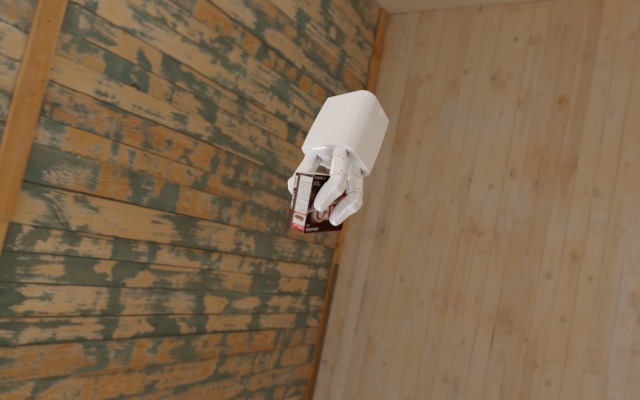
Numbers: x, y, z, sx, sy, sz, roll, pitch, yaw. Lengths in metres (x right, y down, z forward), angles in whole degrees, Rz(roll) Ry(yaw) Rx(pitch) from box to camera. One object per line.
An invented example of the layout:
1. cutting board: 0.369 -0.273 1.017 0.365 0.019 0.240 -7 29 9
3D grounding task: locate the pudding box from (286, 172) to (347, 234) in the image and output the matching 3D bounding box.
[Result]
1. pudding box: 0.000 0.002 0.743 0.039 0.090 0.113 14 8 35
